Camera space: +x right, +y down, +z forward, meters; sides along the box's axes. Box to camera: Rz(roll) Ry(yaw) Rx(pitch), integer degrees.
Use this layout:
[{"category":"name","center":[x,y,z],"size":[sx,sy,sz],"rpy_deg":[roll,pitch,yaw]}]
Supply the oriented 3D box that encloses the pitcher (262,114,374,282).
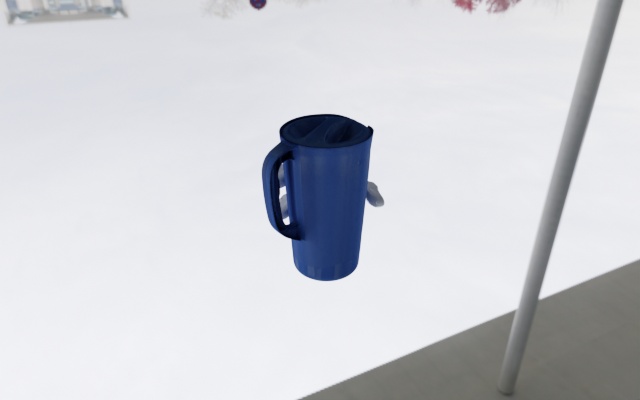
[{"category":"pitcher","center":[0.000,0.002,0.721],"size":[0.149,0.243,0.145],"rpy_deg":[2,29,4]}]
